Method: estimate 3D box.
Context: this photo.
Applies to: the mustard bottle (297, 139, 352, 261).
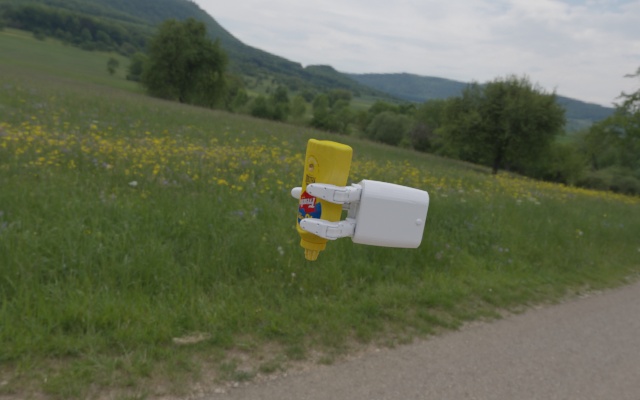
[{"bbox_3d":[0.000,0.002,0.761,0.058,0.192,0.096,3,12,-30],"label":"mustard bottle"}]
